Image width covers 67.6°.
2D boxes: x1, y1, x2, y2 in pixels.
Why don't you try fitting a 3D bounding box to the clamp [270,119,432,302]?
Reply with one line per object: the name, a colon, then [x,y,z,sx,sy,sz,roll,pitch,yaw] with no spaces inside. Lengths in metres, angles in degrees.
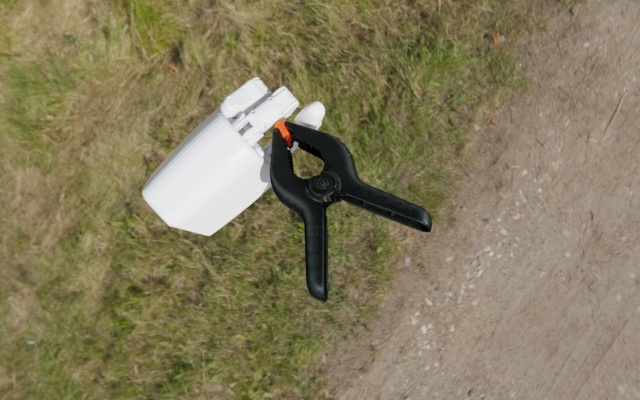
clamp: [0.000,0.001,0.428,0.120,0.171,0.039,-39,-24,-14]
